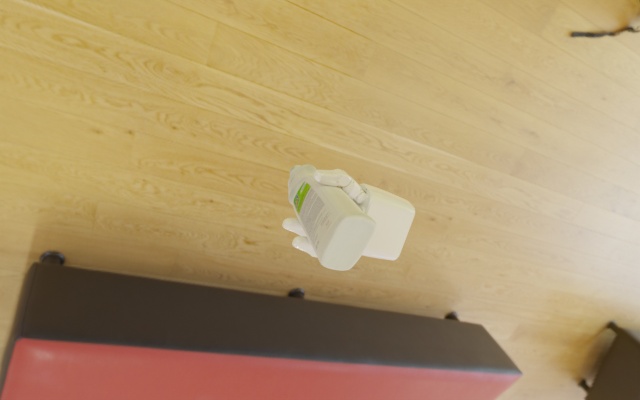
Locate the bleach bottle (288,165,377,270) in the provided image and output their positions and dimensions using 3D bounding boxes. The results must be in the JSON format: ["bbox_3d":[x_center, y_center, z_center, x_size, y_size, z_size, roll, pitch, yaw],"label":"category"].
[{"bbox_3d":[0.000,0.003,0.794,0.068,0.102,0.250,16,24,-30],"label":"bleach bottle"}]
